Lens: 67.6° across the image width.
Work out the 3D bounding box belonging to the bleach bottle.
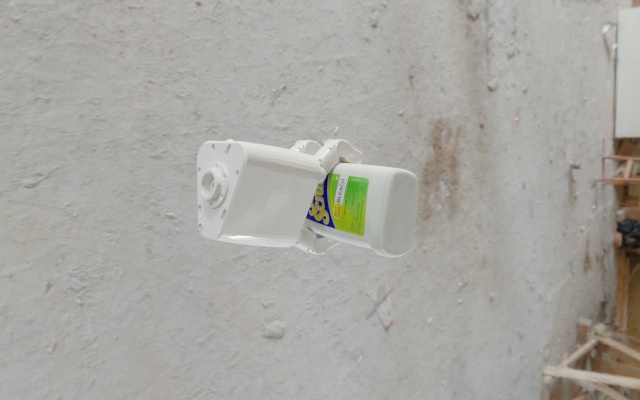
[{"bbox_3d":[0.000,0.002,0.611,0.251,0.102,0.068,7,0,44],"label":"bleach bottle"}]
